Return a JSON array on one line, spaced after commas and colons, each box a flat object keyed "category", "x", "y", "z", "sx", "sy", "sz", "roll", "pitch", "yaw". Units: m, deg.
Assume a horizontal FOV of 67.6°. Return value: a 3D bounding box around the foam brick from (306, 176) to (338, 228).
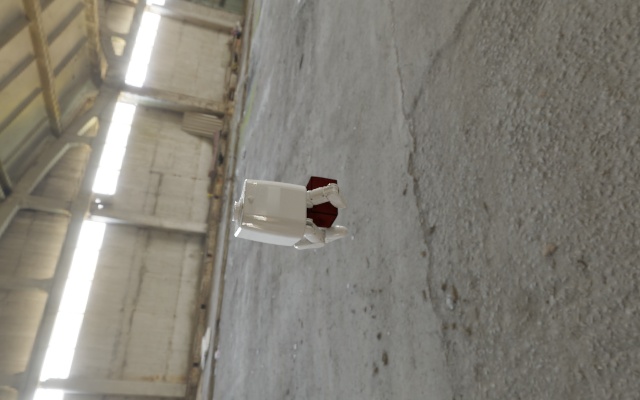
[{"category": "foam brick", "x": 0.000, "y": 0.003, "z": 0.868, "sx": 0.051, "sy": 0.078, "sz": 0.053, "roll": 8, "pitch": -33, "yaw": -13}]
